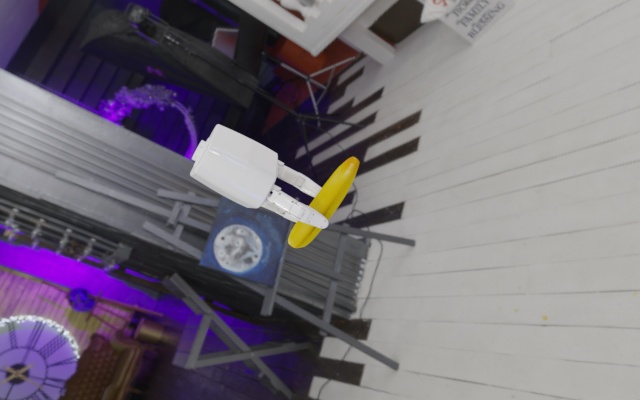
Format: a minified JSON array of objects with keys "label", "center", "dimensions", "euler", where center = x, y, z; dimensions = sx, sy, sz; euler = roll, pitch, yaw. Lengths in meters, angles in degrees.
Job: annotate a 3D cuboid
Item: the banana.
[{"label":"banana","center":[-0.004,0.015,0.748],"dimensions":[0.037,0.198,0.069],"euler":[30,33,-13]}]
